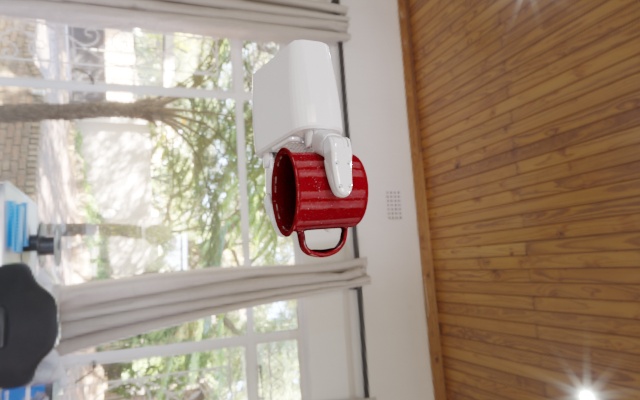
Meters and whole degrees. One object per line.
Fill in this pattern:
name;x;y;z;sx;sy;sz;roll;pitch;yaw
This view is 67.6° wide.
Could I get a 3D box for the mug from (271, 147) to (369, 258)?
mug;0.000;0.003;0.507;0.081;0.117;0.093;-2;-11;-21
